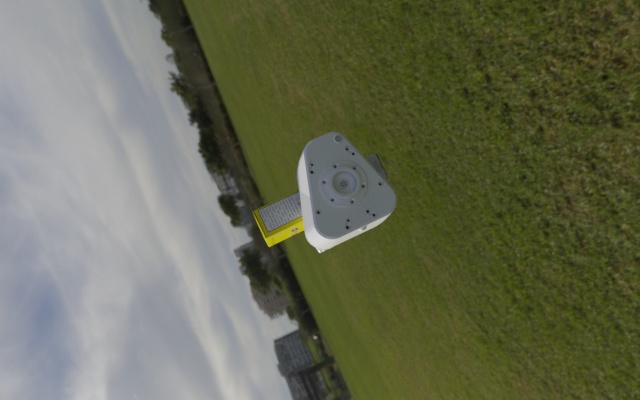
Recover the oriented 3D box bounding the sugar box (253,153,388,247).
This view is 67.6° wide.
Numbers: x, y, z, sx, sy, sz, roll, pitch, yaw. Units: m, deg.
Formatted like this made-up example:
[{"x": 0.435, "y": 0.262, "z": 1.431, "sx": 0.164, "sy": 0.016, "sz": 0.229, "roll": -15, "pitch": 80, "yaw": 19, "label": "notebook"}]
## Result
[{"x": 0.000, "y": 0.003, "z": 0.641, "sx": 0.176, "sy": 0.048, "sz": 0.093, "roll": -23, "pitch": -9, "yaw": -7, "label": "sugar box"}]
